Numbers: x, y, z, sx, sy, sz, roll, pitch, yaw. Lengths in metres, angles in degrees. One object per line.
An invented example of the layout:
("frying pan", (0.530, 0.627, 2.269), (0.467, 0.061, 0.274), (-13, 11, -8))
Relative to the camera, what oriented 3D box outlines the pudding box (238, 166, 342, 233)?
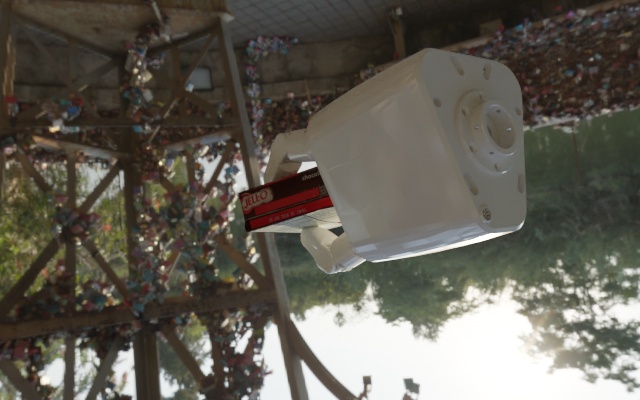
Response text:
("pudding box", (0.000, 0.001, 0.409), (0.090, 0.039, 0.113), (-16, -13, 26))
